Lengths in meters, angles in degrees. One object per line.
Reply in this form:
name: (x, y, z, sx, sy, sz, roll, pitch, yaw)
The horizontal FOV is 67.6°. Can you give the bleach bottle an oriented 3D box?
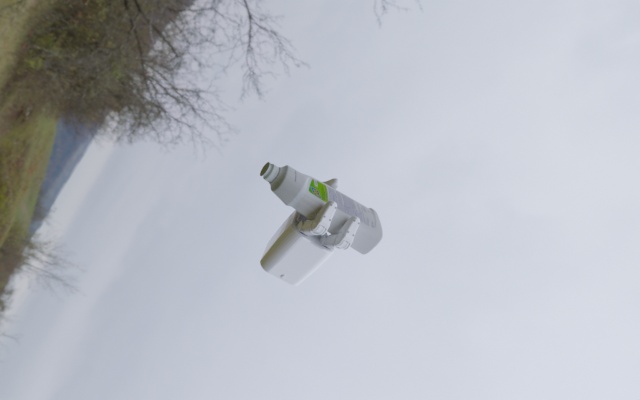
bleach bottle: (0.000, 0.003, 0.866, 0.251, 0.068, 0.102, 33, 24, -26)
